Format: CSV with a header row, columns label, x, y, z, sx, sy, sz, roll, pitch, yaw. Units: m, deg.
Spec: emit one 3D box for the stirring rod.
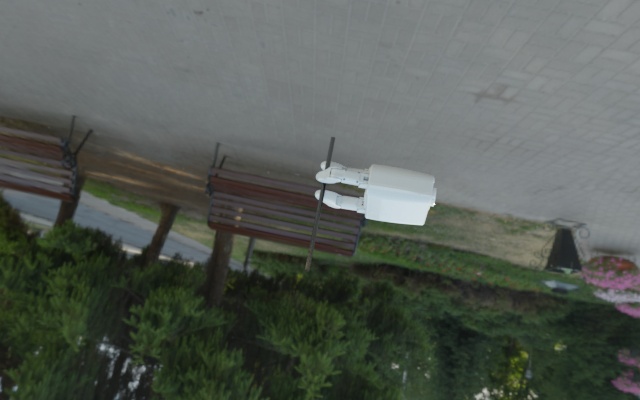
label,x,y,z,sx,sy,sz,roll,pitch,yaw
stirring rod,0.000,0.003,0.829,0.011,0.239,0.011,11,-13,2
